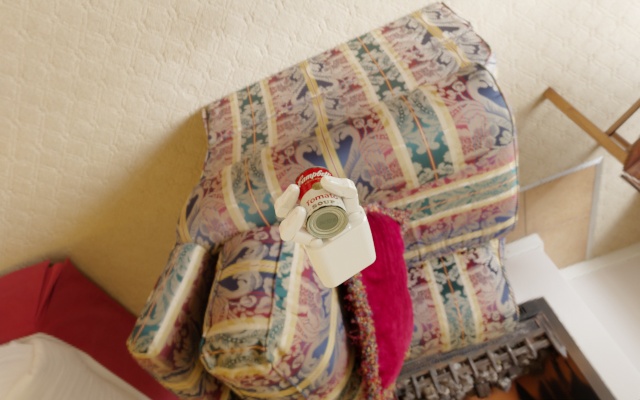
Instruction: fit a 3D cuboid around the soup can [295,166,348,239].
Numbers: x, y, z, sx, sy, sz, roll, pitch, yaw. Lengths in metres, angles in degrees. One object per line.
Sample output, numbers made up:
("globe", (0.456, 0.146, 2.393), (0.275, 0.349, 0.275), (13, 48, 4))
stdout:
("soup can", (0.000, 0.002, 0.757), (0.068, 0.069, 0.102), (0, 39, -15))
